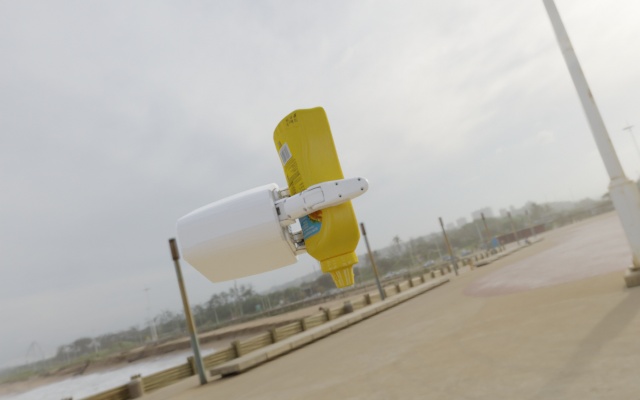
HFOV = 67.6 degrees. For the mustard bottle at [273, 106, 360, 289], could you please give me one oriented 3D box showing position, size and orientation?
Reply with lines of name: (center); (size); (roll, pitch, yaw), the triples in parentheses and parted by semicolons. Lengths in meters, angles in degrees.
mustard bottle: (0.000, 0.001, 0.525); (0.058, 0.191, 0.096); (-12, -11, -23)
